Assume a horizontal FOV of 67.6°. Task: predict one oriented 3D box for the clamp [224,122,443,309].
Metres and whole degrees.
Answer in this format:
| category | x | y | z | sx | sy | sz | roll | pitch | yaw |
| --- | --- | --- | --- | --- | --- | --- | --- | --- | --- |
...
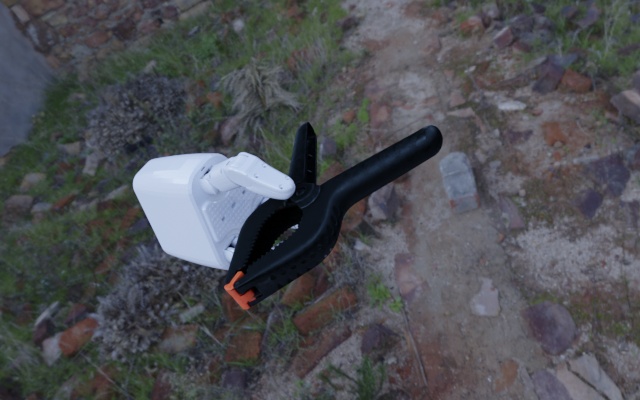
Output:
| category | x | y | z | sx | sy | sz | roll | pitch | yaw |
| --- | --- | --- | --- | --- | --- | --- | --- | --- | --- |
| clamp | -0.001 | 0.001 | 0.403 | 0.164 | 0.210 | 0.036 | 2 | -42 | 40 |
